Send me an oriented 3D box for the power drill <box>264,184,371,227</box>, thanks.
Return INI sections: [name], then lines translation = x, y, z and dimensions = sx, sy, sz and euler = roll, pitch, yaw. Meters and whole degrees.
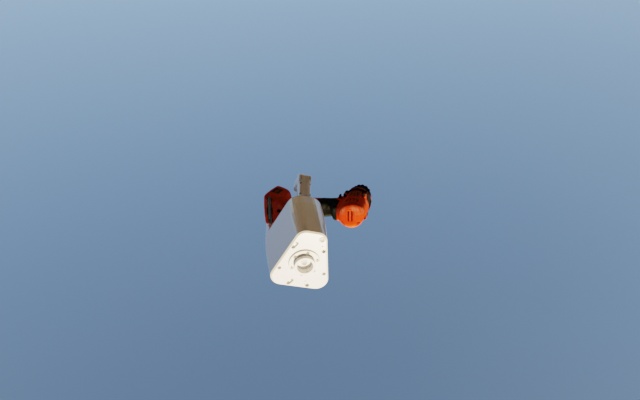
[power drill]
translation = 0.000, 0.003, 0.889
dimensions = 0.187, 0.057, 0.184
euler = -1, 12, 11
